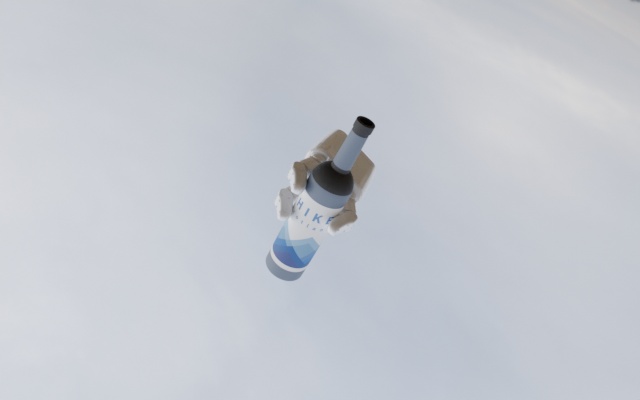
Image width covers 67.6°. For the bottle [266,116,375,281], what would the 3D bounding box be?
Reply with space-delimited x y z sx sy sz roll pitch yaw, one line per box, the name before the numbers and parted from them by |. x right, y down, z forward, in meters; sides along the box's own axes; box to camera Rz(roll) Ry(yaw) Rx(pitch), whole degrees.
bottle | 0.000 0.003 0.708 0.069 0.296 0.069 19 36 -15
